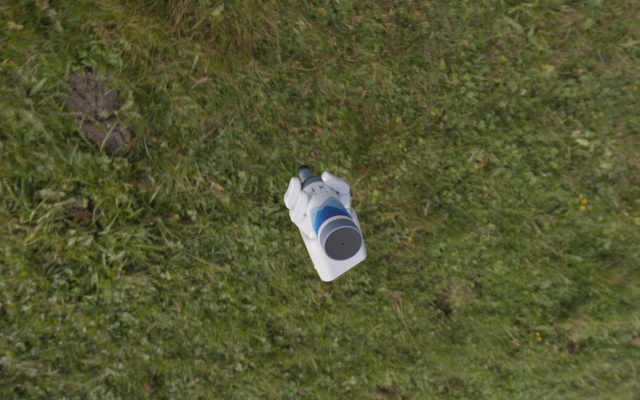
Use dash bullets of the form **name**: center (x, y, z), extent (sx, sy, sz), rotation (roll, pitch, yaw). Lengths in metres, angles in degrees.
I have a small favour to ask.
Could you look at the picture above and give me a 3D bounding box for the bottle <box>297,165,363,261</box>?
- **bottle**: center (0.000, 0.003, 0.882), extent (0.069, 0.069, 0.295), rotation (0, 27, -16)
